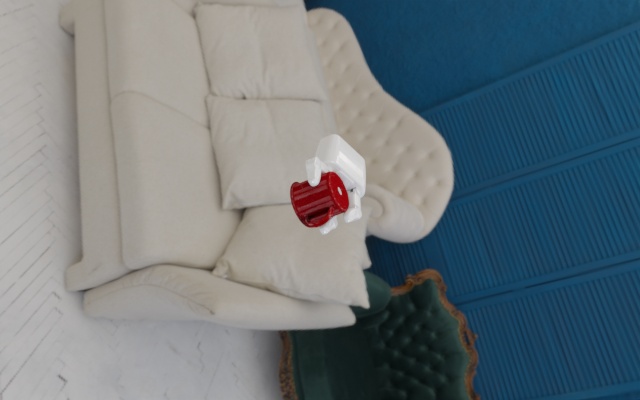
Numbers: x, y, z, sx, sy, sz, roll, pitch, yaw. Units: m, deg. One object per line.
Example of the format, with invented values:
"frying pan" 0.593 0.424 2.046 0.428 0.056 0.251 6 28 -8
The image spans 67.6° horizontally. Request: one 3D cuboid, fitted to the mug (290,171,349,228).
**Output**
"mug" 0.000 0.004 0.889 0.081 0.093 0.117 -21 35 23
